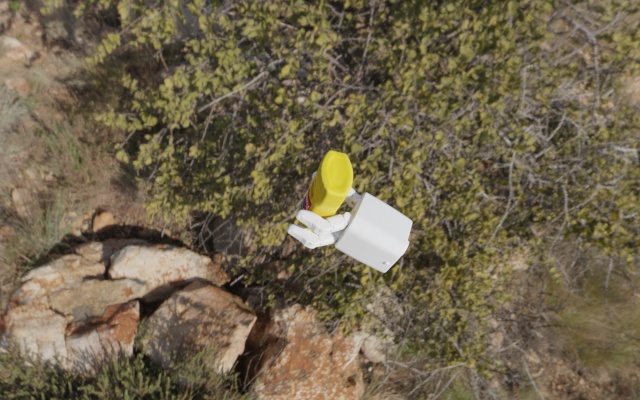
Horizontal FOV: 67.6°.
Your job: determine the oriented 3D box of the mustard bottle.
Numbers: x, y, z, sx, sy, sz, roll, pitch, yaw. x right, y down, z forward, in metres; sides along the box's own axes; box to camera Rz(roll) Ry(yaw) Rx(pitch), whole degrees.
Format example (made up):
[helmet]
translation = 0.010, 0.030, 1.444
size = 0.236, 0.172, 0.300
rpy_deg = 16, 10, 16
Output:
[mustard bottle]
translation = 0.000, 0.003, 0.863
size = 0.058, 0.096, 0.192
rpy_deg = 10, -35, -14
